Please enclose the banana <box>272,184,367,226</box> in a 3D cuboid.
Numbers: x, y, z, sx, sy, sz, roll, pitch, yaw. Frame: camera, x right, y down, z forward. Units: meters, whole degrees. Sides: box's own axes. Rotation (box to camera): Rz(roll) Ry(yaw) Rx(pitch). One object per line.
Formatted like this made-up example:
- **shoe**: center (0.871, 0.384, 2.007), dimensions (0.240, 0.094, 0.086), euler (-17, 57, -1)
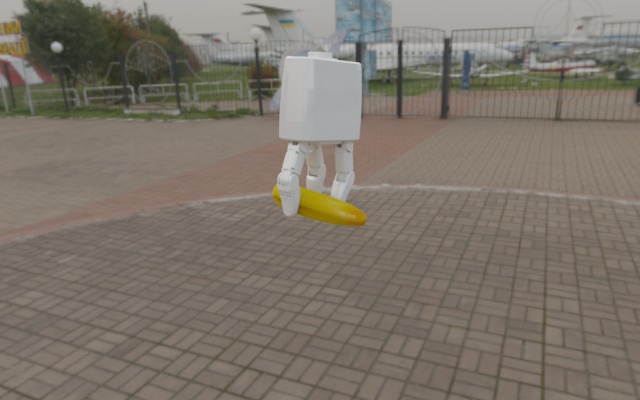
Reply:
- **banana**: center (-0.017, 0.001, 0.672), dimensions (0.069, 0.037, 0.197), euler (2, 10, -33)
